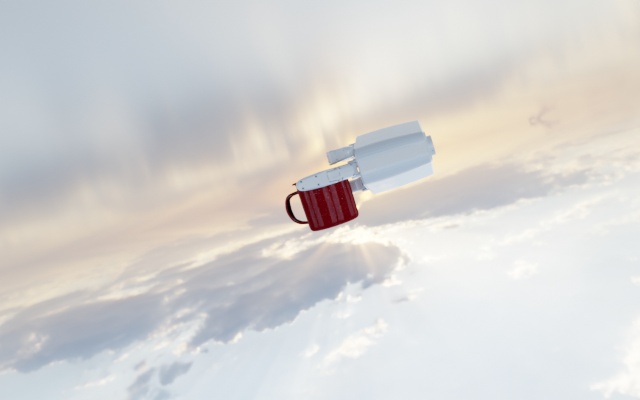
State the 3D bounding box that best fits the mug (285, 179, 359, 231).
[{"bbox_3d":[-0.001,0.003,0.754,0.117,0.081,0.093,-18,2,13],"label":"mug"}]
